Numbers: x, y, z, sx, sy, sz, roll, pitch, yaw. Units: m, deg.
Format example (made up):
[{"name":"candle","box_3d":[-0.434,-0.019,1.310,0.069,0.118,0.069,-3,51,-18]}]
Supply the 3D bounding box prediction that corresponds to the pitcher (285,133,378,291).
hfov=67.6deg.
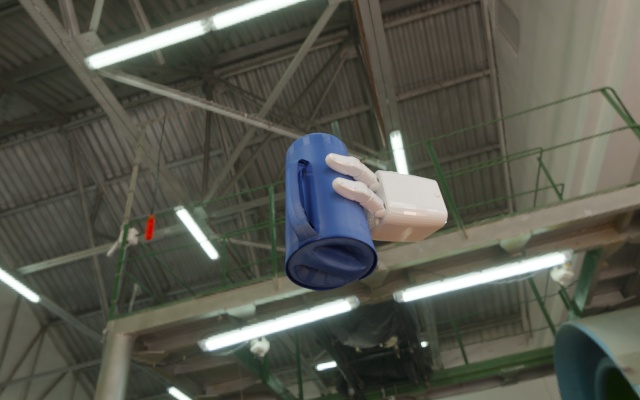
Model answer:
[{"name":"pitcher","box_3d":[0.000,0.003,0.745,0.145,0.242,0.149,7,-43,-16]}]
